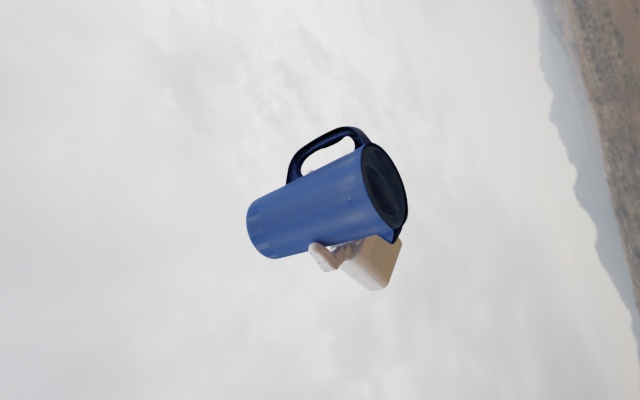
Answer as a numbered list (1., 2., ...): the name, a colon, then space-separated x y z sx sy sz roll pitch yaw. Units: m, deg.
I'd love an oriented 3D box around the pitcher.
1. pitcher: 0.000 0.003 0.745 0.243 0.149 0.145 -20 -48 31
